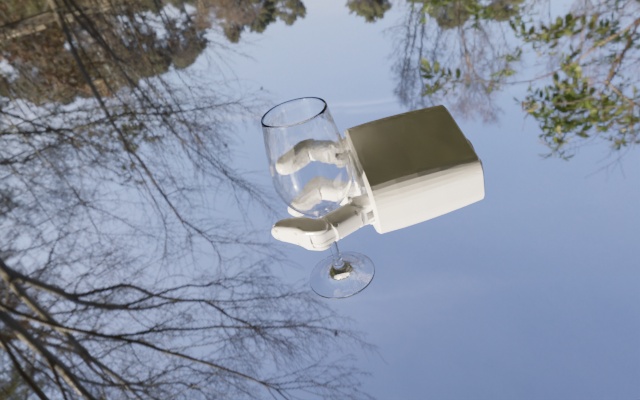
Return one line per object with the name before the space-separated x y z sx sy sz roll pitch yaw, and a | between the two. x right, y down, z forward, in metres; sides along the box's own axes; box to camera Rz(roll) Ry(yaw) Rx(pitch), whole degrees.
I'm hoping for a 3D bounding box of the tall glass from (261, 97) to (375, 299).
tall glass | 0.000 0.002 0.478 0.079 0.201 0.079 -12 32 8
